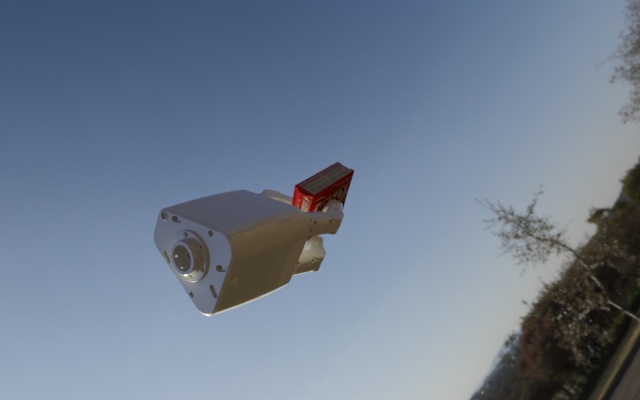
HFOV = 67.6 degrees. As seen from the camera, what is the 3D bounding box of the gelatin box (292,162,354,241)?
[{"bbox_3d":[0.000,0.002,0.586,0.030,0.073,0.089,31,39,23],"label":"gelatin box"}]
